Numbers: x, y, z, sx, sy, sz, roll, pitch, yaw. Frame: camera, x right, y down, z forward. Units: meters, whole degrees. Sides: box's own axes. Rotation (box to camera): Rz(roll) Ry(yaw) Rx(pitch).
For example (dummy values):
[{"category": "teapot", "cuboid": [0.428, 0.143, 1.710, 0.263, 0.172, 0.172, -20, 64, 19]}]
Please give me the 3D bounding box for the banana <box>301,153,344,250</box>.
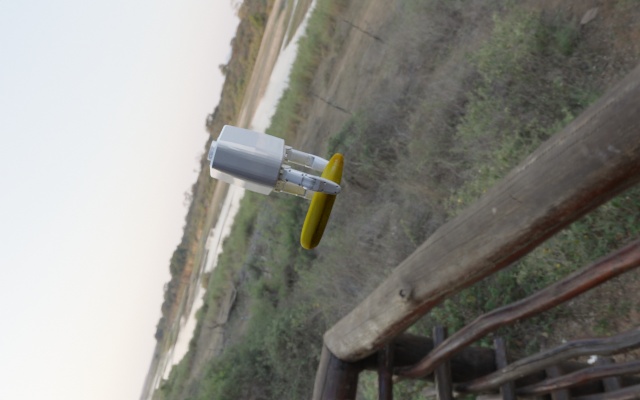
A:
[{"category": "banana", "cuboid": [-0.002, 0.015, 0.810, 0.037, 0.198, 0.069, 16, 32, -6]}]
